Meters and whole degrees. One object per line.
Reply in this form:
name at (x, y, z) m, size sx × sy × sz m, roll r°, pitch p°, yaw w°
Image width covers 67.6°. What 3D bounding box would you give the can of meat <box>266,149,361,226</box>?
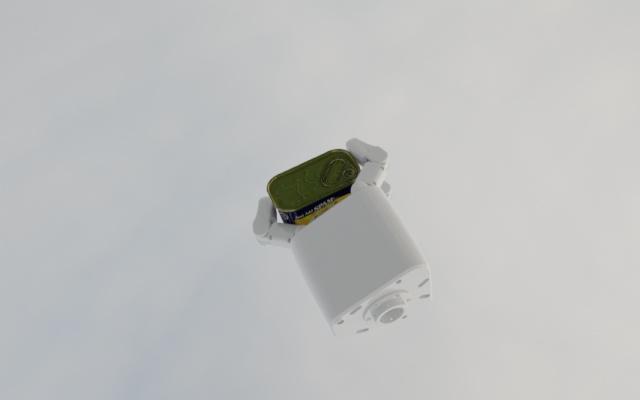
can of meat at (0.000, 0.002, 0.546) m, size 0.102 × 0.057 × 0.084 m, roll -26°, pitch -41°, yaw -7°
